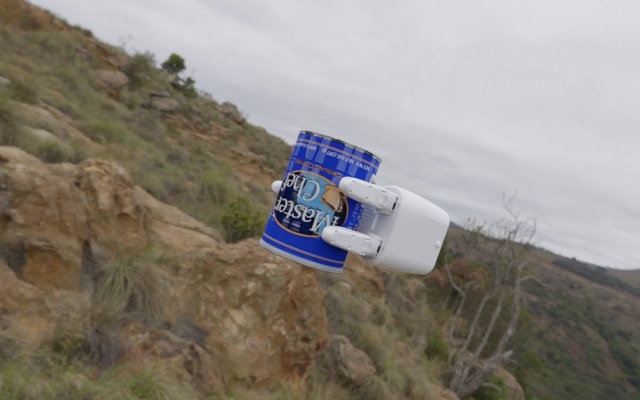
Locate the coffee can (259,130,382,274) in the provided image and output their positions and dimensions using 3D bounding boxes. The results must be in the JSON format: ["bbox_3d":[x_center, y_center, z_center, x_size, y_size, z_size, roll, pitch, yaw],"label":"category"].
[{"bbox_3d":[0.000,0.002,0.559,0.103,0.140,0.103,20,0,0],"label":"coffee can"}]
